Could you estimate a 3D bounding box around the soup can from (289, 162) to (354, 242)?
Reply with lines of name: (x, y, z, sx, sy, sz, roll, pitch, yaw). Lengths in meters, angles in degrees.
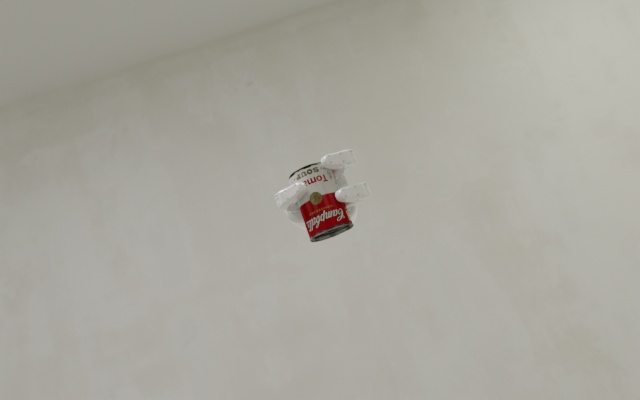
soup can: (0.000, 0.002, 0.710, 0.068, 0.102, 0.068, -19, -13, -5)
